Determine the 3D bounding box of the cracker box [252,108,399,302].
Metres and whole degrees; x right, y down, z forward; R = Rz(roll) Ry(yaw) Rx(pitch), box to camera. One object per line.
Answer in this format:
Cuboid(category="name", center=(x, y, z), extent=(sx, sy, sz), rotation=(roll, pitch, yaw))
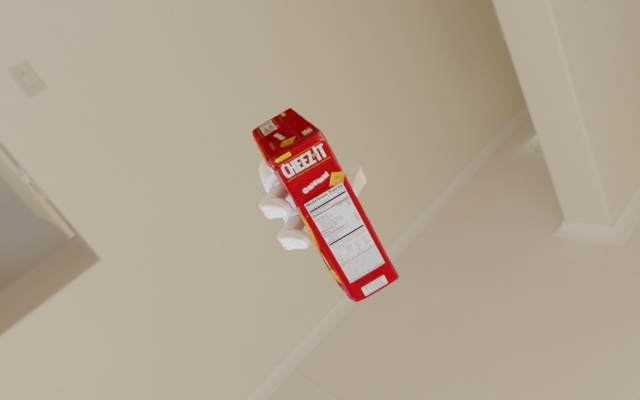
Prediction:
Cuboid(category="cracker box", center=(0.000, 0.002, 0.605), extent=(0.072, 0.214, 0.164), rotation=(-31, 24, -3))
